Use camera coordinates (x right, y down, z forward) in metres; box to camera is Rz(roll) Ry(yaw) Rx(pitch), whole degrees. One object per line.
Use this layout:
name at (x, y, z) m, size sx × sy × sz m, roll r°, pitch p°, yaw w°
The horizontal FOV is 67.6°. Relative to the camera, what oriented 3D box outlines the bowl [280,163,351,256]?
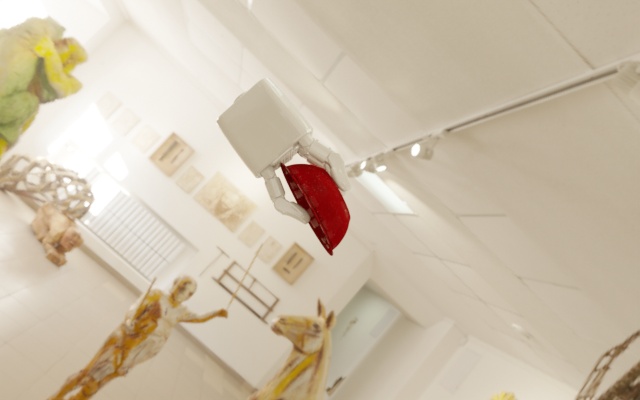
bowl at (0.001, 0.003, 0.732) m, size 0.055 × 0.162 × 0.162 m, roll -28°, pitch 4°, yaw -7°
